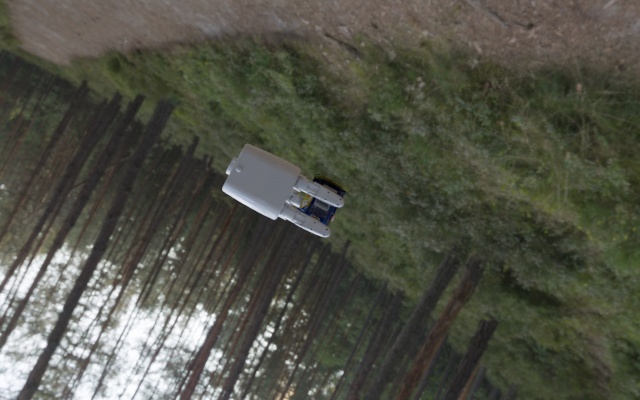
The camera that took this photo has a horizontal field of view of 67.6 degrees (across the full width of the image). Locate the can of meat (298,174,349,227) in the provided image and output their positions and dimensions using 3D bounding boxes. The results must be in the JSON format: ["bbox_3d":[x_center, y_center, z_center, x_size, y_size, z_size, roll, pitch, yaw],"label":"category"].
[{"bbox_3d":[0.000,0.003,0.850,0.057,0.084,0.102,28,-2,-11],"label":"can of meat"}]
